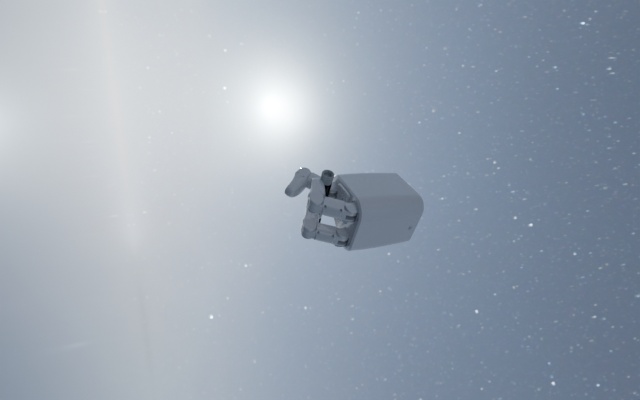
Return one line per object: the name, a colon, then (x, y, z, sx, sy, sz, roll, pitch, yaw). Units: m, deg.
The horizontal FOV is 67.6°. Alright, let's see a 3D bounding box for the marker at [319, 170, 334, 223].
marker: (0.000, 0.002, 0.733, 0.020, 0.020, 0.121, 0, -43, -15)
